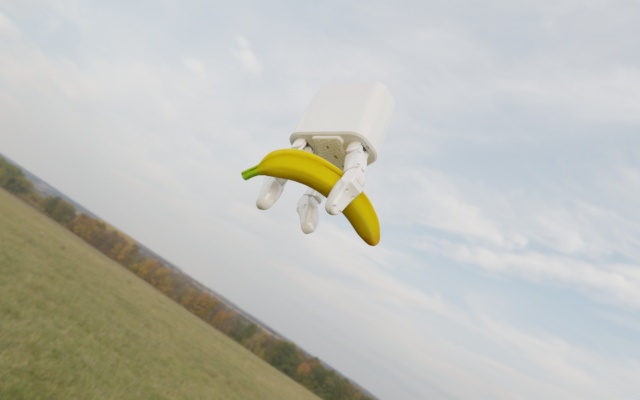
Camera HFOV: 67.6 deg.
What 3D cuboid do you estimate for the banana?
[{"bbox_3d":[0.007,-0.011,0.578,0.198,0.037,0.070,30,-52,-17],"label":"banana"}]
